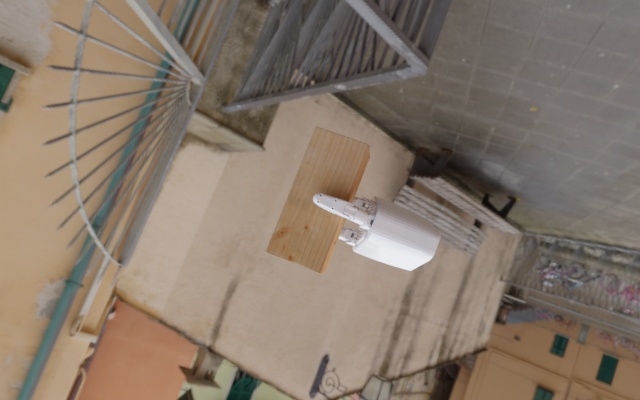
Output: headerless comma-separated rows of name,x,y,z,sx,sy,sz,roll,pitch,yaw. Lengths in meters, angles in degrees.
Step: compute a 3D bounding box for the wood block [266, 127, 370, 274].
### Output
wood block,0.000,0.003,0.753,0.090,0.206,0.091,20,-6,8
